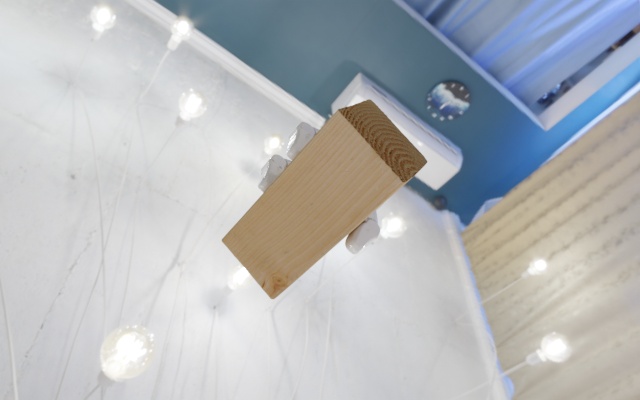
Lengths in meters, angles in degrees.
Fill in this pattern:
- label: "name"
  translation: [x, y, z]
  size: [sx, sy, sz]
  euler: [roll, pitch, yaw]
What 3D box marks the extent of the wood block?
- label: "wood block"
  translation: [0.000, 0.002, 0.507]
  size: [0.206, 0.091, 0.090]
  euler: [-45, -6, 31]
